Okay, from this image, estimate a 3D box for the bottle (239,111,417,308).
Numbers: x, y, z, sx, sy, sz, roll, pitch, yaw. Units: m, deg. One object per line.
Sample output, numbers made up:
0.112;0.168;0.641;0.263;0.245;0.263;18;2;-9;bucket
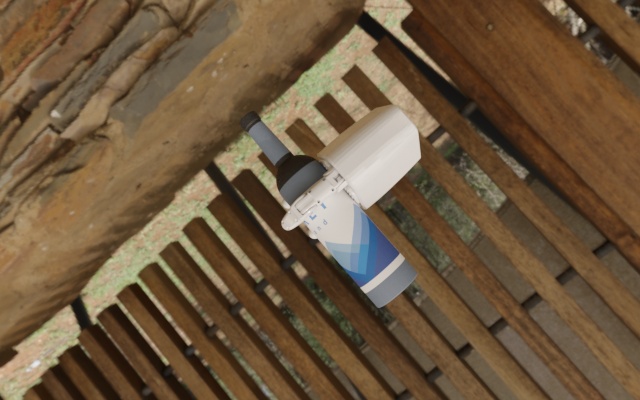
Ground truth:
0.000;0.002;0.611;0.069;0.295;0.069;-41;-6;-5;bottle
